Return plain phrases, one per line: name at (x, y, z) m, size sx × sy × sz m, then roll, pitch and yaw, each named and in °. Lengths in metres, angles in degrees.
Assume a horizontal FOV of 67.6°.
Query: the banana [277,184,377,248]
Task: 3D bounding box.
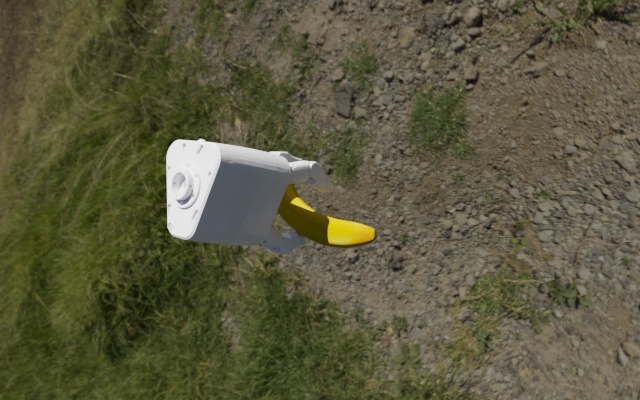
banana at (-0.012, 0.016, 0.639) m, size 0.197 × 0.069 × 0.037 m, roll 40°, pitch 15°, yaw 35°
